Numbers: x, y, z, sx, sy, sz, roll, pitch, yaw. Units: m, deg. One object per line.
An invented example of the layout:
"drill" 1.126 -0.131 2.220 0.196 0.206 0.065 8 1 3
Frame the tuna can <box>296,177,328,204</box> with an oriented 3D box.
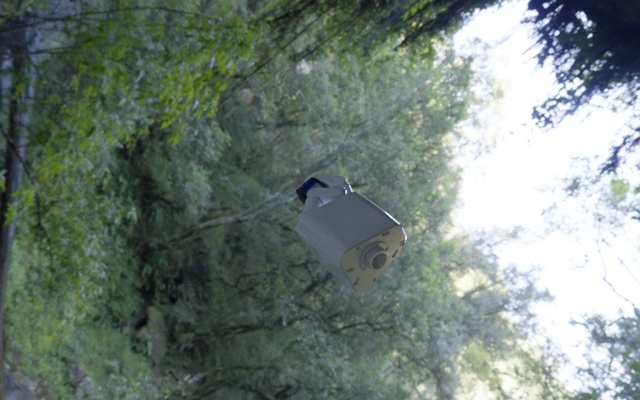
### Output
"tuna can" 0.000 0.002 0.799 0.033 0.086 0.086 -43 11 -12
